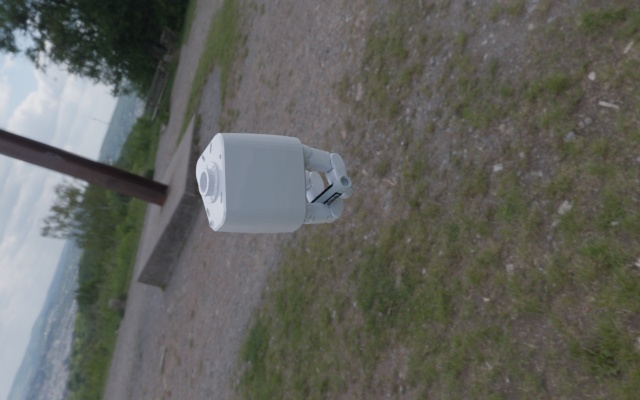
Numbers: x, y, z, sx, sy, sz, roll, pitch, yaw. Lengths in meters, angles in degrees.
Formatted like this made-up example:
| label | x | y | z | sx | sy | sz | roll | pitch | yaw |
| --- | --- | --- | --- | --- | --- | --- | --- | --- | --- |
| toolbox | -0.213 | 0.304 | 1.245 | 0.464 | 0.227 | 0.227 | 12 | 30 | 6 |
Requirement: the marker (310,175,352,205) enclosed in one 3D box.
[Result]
| label | x | y | z | sx | sy | sz | roll | pitch | yaw |
| --- | --- | --- | --- | --- | --- | --- | --- | --- | --- |
| marker | 0.000 | 0.002 | 0.627 | 0.020 | 0.020 | 0.121 | 0 | -24 | -34 |
